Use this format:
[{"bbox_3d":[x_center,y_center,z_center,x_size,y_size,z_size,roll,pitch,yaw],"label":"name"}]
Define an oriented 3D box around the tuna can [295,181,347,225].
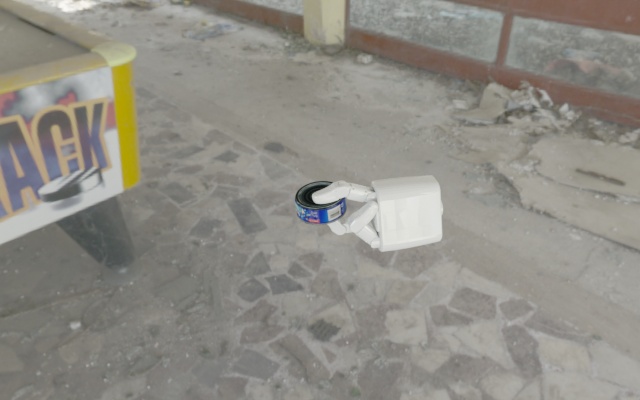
[{"bbox_3d":[0.000,0.002,0.802,0.086,0.034,0.086,-5,34,3],"label":"tuna can"}]
